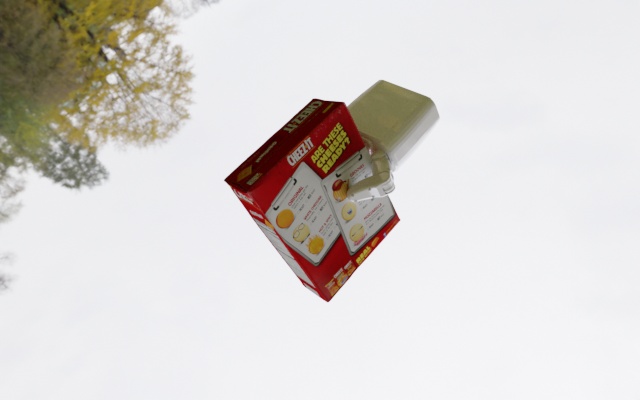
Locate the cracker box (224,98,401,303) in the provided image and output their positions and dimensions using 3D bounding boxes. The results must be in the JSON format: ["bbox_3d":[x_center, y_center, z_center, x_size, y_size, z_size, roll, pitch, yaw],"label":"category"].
[{"bbox_3d":[0.000,0.002,0.624,0.164,0.214,0.072,-46,38,-19],"label":"cracker box"}]
